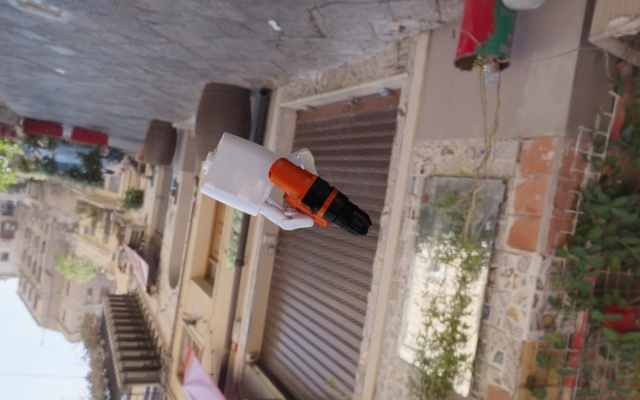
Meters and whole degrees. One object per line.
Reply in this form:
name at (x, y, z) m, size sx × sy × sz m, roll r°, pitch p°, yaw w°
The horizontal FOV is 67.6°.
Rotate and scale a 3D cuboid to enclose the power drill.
power drill at (0.000, 0.003, 0.817) m, size 0.184 × 0.057 × 0.188 m, roll 35°, pitch -7°, yaw 3°
